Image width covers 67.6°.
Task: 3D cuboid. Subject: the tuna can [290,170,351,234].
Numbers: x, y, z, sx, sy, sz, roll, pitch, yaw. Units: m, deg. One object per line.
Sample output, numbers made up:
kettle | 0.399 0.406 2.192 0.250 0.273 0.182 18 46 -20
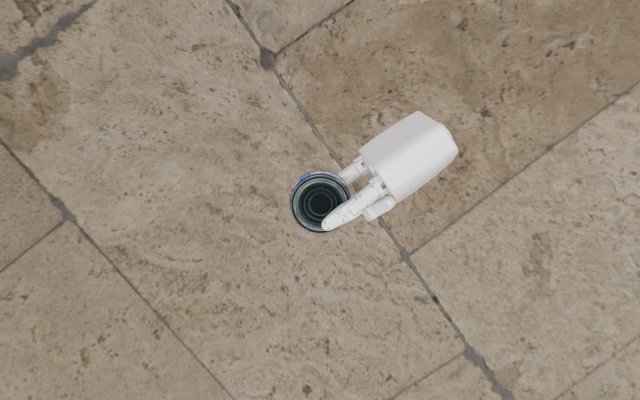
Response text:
tuna can | 0.000 0.002 0.661 0.086 0.086 0.033 0 14 0
